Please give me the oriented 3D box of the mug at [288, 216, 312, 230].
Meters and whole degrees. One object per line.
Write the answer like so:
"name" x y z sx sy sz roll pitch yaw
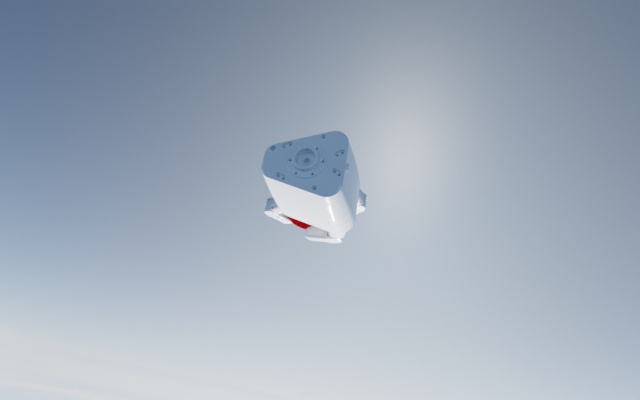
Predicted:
"mug" 0.000 0.003 0.732 0.093 0.081 0.117 4 -26 15
